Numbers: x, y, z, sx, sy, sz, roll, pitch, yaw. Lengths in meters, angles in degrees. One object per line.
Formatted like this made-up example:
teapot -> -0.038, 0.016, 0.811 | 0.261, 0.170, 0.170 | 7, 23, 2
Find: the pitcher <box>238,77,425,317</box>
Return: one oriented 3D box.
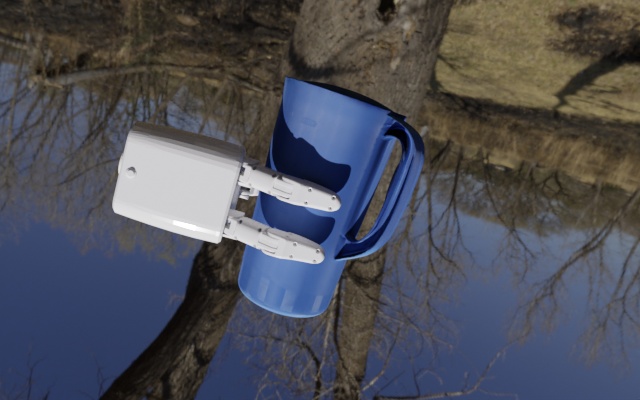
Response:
pitcher -> 0.000, 0.002, 0.515 | 0.145, 0.243, 0.149 | 16, 12, -10
